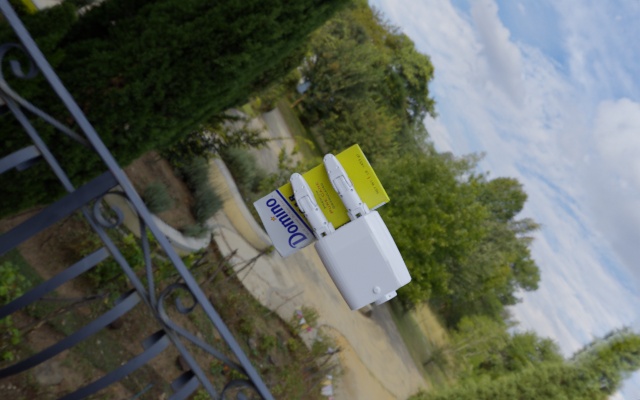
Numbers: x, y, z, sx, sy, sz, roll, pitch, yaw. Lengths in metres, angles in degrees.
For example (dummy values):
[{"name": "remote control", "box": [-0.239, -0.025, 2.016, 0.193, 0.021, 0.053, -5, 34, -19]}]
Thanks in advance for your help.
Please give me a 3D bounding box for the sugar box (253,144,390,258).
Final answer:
[{"name": "sugar box", "box": [0.000, 0.002, 0.691, 0.176, 0.093, 0.048, -30, -9, 7]}]
